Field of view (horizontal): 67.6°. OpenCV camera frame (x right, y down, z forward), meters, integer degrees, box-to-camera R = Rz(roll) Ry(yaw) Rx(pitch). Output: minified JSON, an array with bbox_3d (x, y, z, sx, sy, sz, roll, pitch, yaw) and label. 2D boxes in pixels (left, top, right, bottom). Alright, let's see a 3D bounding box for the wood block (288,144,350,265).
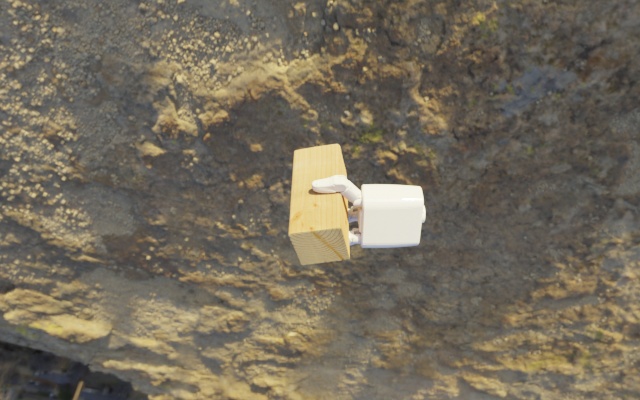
[{"bbox_3d":[0.000,0.003,0.867,0.090,0.206,0.091,-8,-43,9],"label":"wood block"}]
